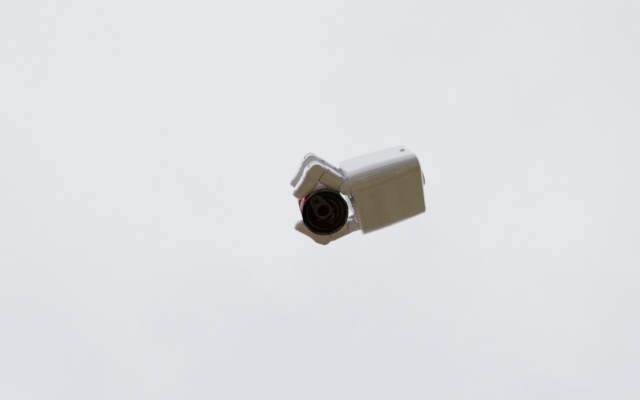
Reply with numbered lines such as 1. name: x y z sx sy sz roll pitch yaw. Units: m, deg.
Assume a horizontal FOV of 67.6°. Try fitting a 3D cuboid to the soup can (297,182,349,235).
1. soup can: 0.000 0.003 0.720 0.068 0.068 0.102 0 18 -8
